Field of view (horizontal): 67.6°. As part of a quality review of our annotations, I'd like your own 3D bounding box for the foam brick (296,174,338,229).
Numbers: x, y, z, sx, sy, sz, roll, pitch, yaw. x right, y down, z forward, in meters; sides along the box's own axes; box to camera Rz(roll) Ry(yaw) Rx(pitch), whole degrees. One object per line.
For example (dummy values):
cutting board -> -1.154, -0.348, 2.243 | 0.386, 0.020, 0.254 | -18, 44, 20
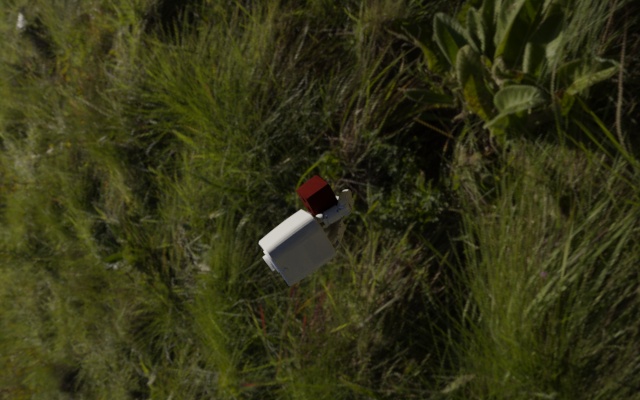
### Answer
foam brick -> 0.000, 0.003, 0.879 | 0.051, 0.078, 0.053 | -35, 30, -8
